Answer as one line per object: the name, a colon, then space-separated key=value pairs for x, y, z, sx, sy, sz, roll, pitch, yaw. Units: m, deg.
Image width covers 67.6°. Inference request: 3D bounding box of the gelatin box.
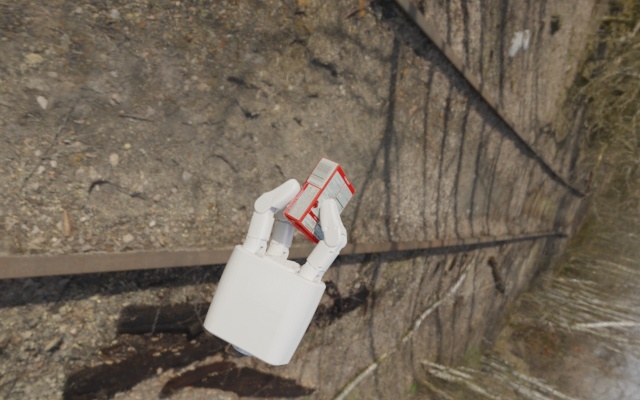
gelatin box: x=0.001 y=0.002 z=0.594 sx=0.030 sy=0.089 sz=0.073 roll=28 pitch=-12 yaw=31
